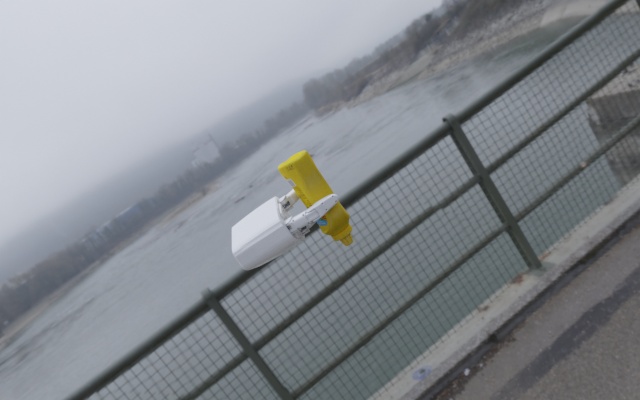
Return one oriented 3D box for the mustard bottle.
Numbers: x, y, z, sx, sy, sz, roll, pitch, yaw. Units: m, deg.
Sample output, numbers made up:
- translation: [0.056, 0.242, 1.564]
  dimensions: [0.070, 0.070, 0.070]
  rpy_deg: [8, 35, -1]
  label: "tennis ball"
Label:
- translation: [0.000, 0.002, 0.866]
  dimensions: [0.058, 0.191, 0.096]
  rpy_deg: [-38, 11, -17]
  label: "mustard bottle"
